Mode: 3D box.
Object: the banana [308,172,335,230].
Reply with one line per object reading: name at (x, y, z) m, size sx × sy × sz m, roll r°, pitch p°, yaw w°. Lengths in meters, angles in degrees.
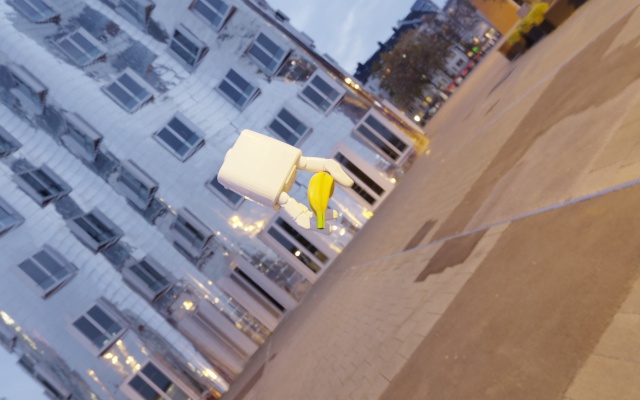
banana at (0.001, -0.014, 0.802) m, size 0.037 × 0.070 × 0.197 m, roll 6°, pitch 16°, yaw 5°
